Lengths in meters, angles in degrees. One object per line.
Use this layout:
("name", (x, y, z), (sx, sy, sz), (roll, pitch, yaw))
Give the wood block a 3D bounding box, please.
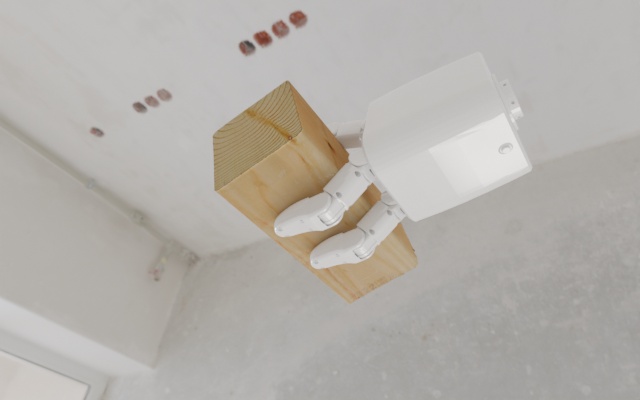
("wood block", (0.000, 0.001, 0.462), (0.090, 0.090, 0.206), (-33, -51, 14))
